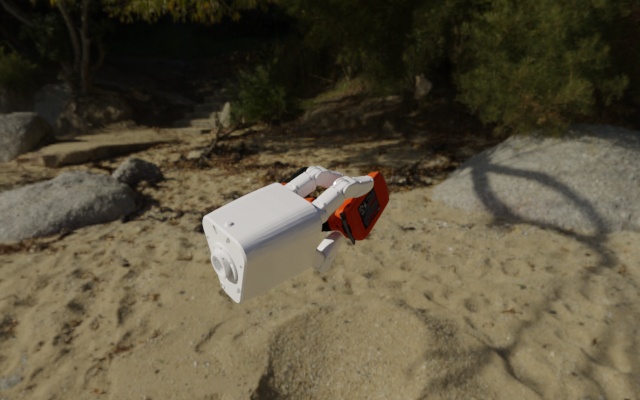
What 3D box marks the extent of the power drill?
[{"bbox_3d":[0.000,0.002,0.692,0.187,0.057,0.184,-5,33,36],"label":"power drill"}]
